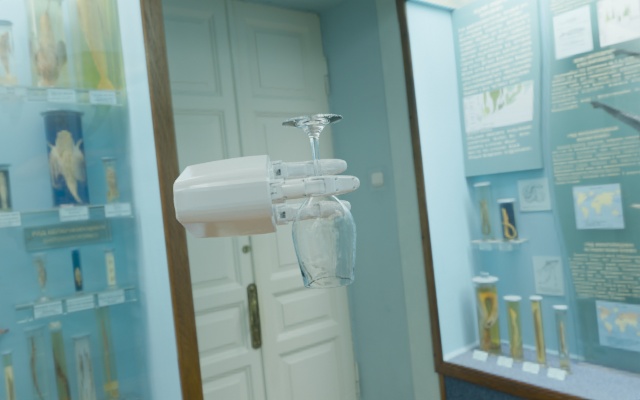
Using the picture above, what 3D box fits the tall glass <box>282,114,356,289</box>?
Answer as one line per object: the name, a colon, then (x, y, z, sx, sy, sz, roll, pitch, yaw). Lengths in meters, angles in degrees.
tall glass: (0.000, 0.001, 0.581, 0.079, 0.201, 0.079, -6, 0, 0)
